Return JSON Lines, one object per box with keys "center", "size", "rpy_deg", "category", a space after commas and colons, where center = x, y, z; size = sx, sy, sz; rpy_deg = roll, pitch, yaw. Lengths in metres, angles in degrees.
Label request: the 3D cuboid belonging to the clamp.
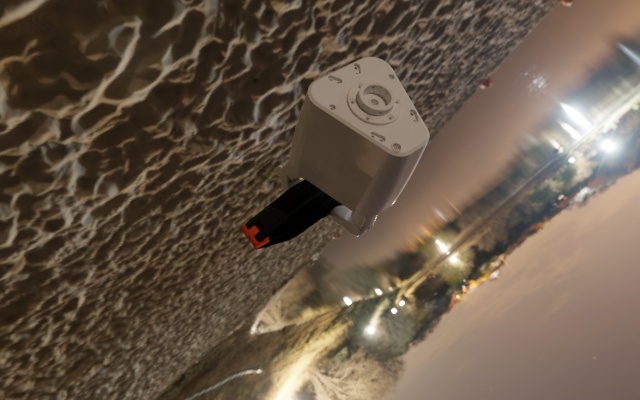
{"center": [0.000, 0.003, 0.571], "size": [0.210, 0.036, 0.165], "rpy_deg": [-32, -20, -26], "category": "clamp"}
